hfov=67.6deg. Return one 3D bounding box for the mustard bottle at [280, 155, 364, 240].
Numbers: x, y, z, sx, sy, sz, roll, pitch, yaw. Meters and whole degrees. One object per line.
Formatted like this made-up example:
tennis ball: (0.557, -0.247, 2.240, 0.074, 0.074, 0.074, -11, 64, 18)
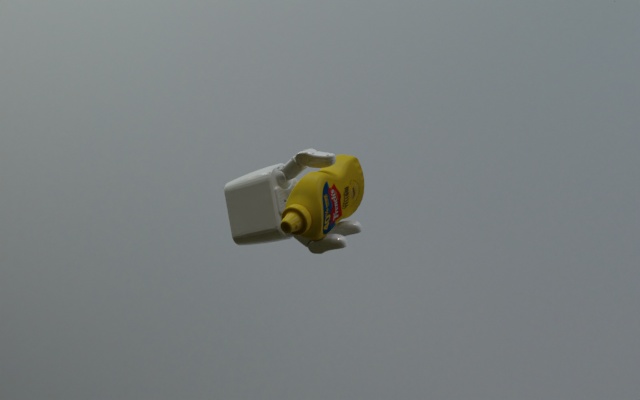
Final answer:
mustard bottle: (0.001, 0.002, 0.690, 0.058, 0.096, 0.191, 13, 25, 26)
